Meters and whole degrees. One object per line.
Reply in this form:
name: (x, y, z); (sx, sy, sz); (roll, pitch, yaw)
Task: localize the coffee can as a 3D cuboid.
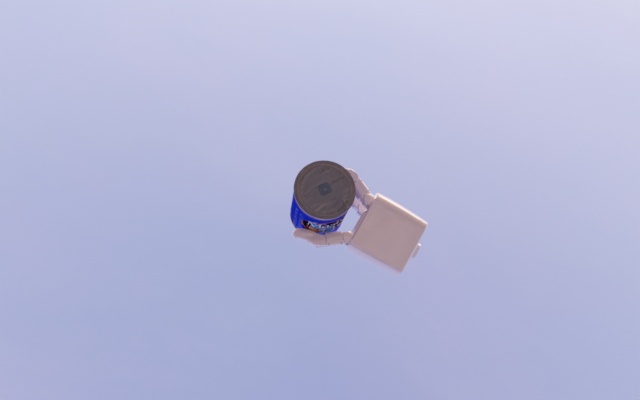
coffee can: (0.000, 0.003, 0.843); (0.103, 0.102, 0.140); (0, -18, -6)
